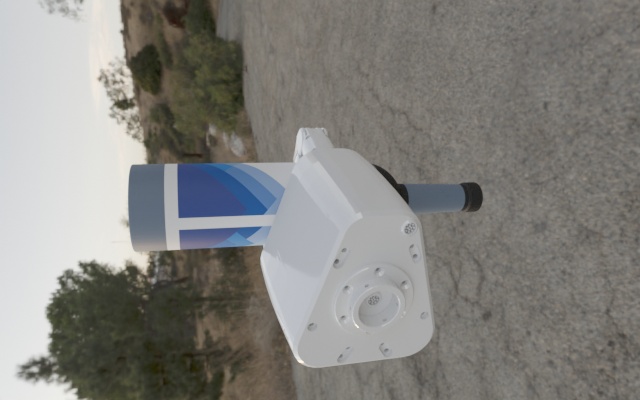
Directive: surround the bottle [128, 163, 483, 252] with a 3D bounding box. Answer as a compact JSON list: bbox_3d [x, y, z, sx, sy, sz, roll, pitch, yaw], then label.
[{"bbox_3d":[0.000,0.001,0.400,0.296,0.069,0.069,-2,0,-15],"label":"bottle"}]
